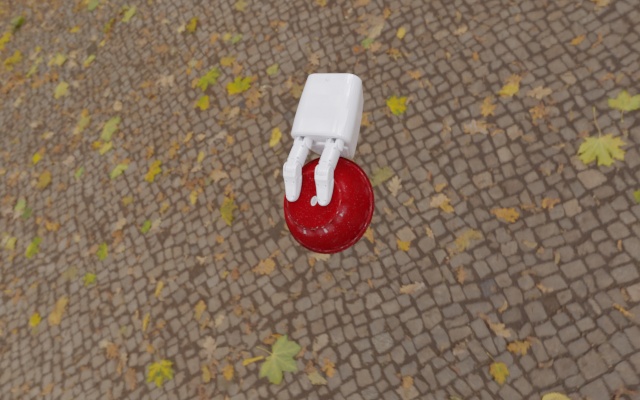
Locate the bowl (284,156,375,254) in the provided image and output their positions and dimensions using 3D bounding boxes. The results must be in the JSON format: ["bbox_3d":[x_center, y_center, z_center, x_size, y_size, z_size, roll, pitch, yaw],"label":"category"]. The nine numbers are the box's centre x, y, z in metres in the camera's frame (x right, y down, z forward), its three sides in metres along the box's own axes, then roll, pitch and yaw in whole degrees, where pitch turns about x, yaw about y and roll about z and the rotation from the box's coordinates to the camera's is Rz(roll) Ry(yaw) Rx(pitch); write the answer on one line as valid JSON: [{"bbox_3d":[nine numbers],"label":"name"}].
[{"bbox_3d":[0.000,0.004,0.749,0.162,0.162,0.055,0,-8,26],"label":"bowl"}]
